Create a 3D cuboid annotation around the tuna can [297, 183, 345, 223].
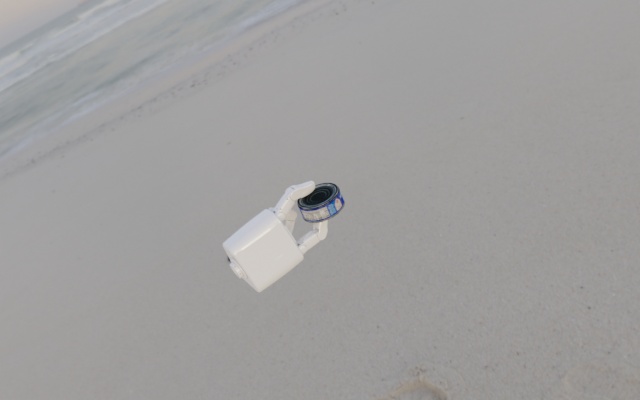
[{"bbox_3d":[0.000,0.002,0.897,0.086,0.034,0.086,-17,30,10],"label":"tuna can"}]
